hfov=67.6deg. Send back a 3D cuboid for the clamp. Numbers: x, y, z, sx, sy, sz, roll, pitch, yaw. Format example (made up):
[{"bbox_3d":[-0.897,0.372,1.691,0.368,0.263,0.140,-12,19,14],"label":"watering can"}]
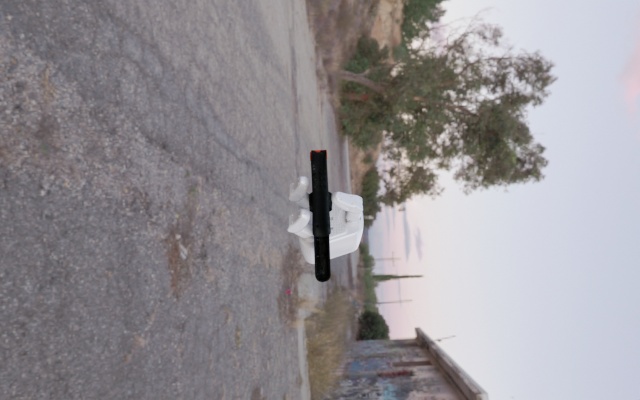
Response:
[{"bbox_3d":[0.001,0.002,0.733,0.036,0.210,0.165,-1,-25,-1],"label":"clamp"}]
